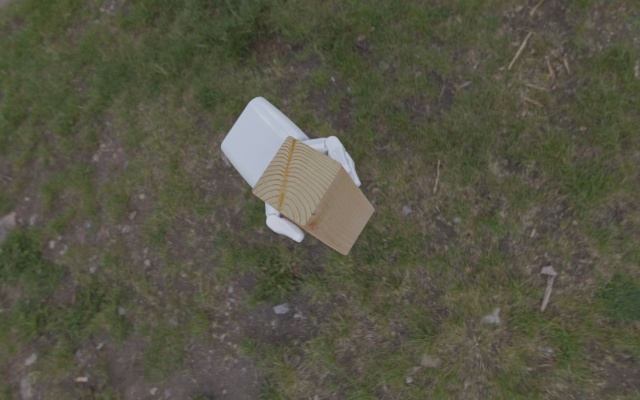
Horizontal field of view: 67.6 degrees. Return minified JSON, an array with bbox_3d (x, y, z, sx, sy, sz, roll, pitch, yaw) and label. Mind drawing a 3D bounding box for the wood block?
[{"bbox_3d":[0.000,0.002,0.681,0.090,0.091,0.206,31,-5,24],"label":"wood block"}]
